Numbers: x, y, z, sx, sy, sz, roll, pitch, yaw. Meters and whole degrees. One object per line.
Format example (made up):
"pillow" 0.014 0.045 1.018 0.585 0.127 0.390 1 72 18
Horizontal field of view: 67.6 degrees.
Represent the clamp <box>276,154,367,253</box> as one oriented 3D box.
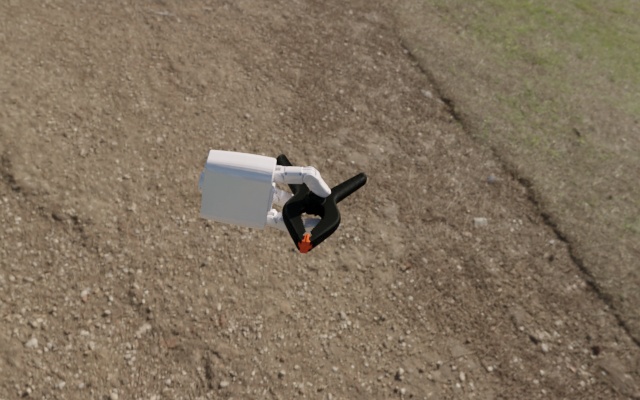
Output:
"clamp" 0.000 0.002 0.790 0.164 0.036 0.209 7 43 -5
